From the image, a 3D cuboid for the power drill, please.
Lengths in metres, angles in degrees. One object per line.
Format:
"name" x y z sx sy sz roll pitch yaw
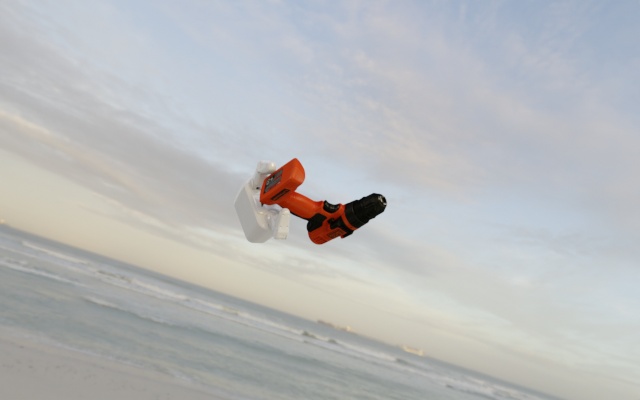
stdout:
"power drill" 0.000 0.003 0.858 0.188 0.057 0.184 35 -48 -29
